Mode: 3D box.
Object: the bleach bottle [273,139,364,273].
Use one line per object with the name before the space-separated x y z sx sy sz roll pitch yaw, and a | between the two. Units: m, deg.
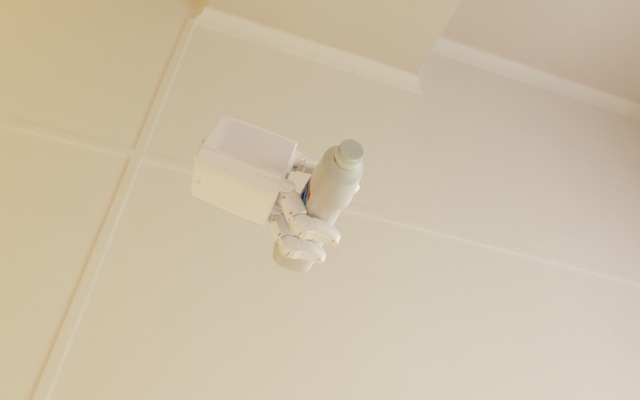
bleach bottle | 0.000 0.002 0.627 0.068 0.102 0.251 21 -36 -6
